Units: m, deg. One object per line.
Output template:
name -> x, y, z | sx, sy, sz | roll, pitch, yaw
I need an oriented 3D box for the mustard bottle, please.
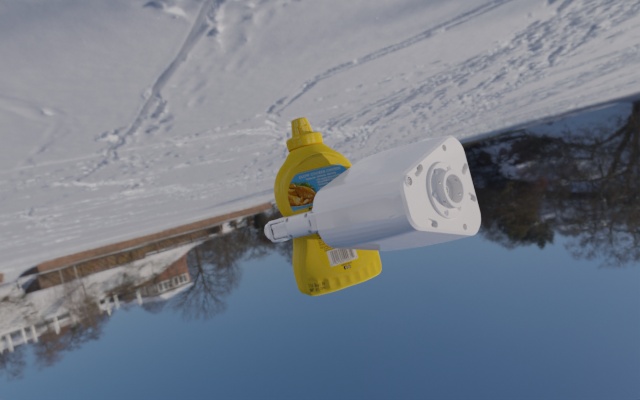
mustard bottle -> 0.000, 0.002, 0.532 | 0.096, 0.191, 0.058 | -15, 0, -19
